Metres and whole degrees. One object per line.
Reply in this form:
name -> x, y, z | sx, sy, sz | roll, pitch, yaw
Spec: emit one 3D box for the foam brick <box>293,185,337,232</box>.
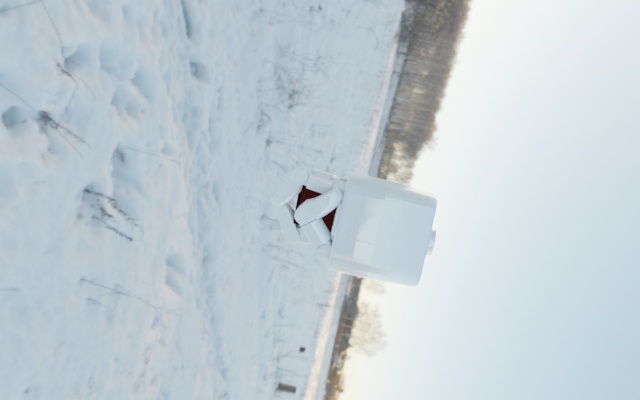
foam brick -> 0.000, 0.002, 0.619 | 0.051, 0.053, 0.078 | 12, 15, 5
